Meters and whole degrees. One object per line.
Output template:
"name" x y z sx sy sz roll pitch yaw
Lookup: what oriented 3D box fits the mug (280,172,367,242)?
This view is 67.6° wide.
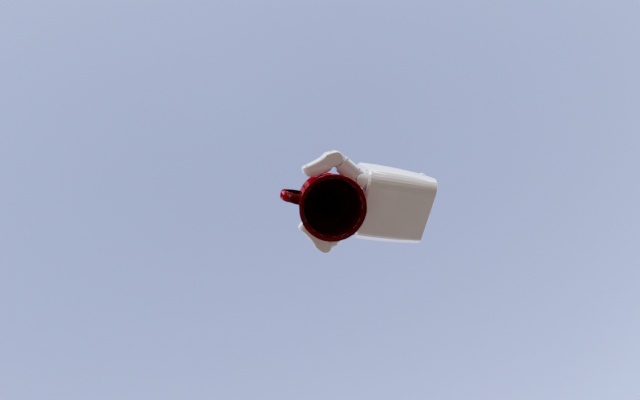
"mug" -0.001 0.002 0.677 0.117 0.093 0.081 9 8 -10
